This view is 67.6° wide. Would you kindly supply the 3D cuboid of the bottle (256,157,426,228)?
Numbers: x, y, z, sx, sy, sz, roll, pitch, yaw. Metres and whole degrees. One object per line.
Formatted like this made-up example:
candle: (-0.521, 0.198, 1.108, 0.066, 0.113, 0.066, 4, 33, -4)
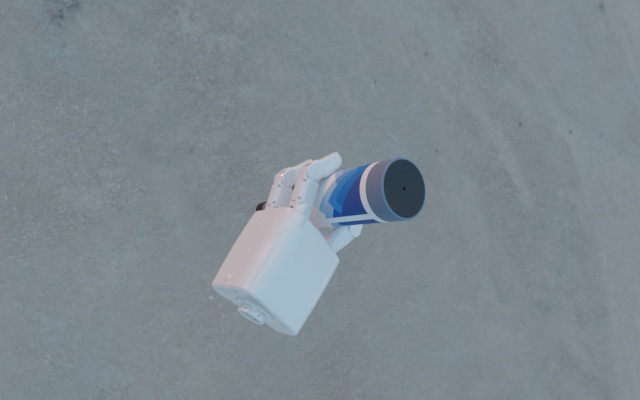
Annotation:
bottle: (0.000, 0.002, 0.613, 0.069, 0.069, 0.296, 0, -6, -37)
